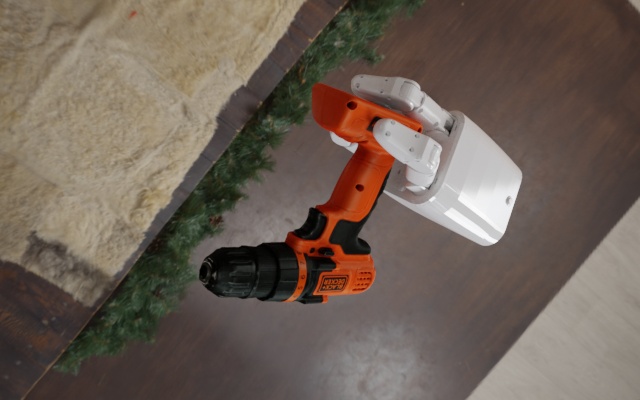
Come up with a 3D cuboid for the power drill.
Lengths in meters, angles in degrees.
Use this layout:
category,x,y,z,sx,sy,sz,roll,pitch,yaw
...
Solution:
category,x,y,z,sx,sy,sz,roll,pitch,yaw
power drill,0.000,0.001,0.410,0.184,0.188,0.057,7,20,-45
